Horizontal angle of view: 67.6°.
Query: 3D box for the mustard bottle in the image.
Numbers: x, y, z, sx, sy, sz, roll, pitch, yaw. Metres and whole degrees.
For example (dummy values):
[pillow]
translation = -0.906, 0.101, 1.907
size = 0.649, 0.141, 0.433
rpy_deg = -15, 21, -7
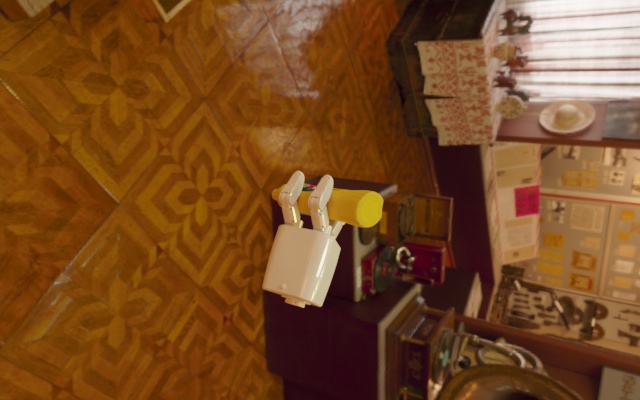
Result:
[mustard bottle]
translation = 0.000, 0.002, 0.794
size = 0.191, 0.058, 0.096
rpy_deg = 9, 8, 30
